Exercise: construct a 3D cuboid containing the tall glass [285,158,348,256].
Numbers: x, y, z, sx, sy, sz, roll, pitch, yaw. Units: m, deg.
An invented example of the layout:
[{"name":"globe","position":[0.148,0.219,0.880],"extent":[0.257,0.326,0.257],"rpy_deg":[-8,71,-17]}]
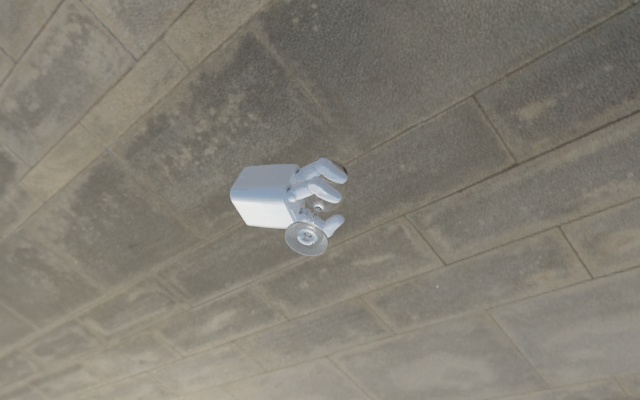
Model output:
[{"name":"tall glass","position":[0.000,0.003,0.851],"extent":[0.079,0.079,0.201],"rpy_deg":[0,38,18]}]
